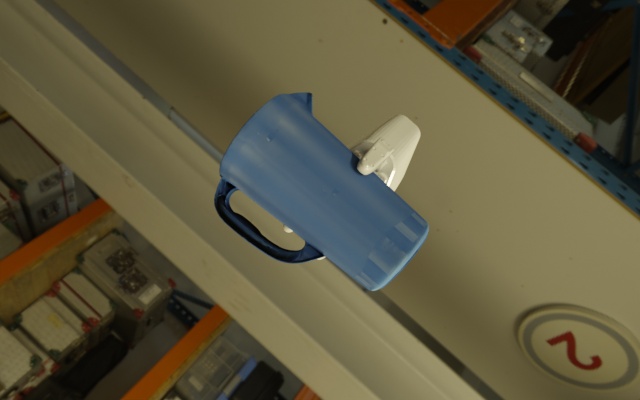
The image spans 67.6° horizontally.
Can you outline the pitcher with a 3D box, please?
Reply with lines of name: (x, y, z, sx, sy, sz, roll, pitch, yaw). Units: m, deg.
pitcher: (0.000, 0.002, 0.581, 0.145, 0.243, 0.149, -45, -7, -47)
